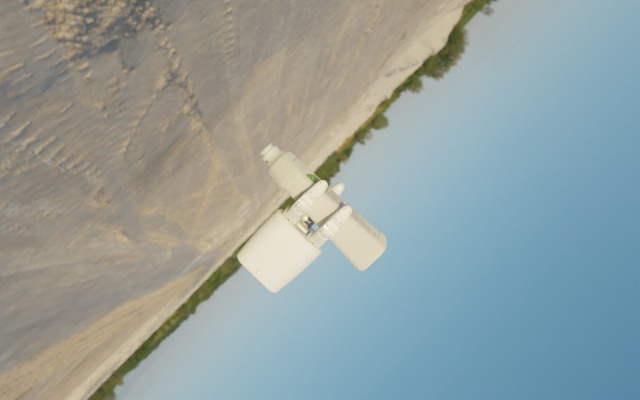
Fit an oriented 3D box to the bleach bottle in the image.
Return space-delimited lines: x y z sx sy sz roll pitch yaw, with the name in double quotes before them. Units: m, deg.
"bleach bottle" 0.000 0.003 0.794 0.068 0.251 0.102 -45 3 10
